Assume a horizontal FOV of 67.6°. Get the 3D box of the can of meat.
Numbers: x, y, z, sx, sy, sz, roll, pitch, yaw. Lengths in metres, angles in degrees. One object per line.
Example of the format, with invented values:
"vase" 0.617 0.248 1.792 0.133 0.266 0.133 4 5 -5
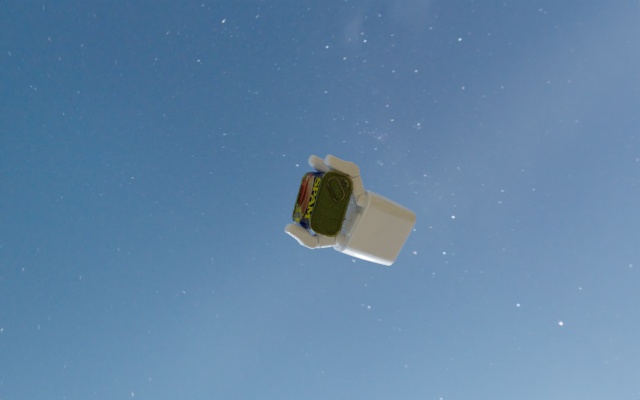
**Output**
"can of meat" 0.000 0.003 0.777 0.057 0.102 0.084 18 -3 -26
